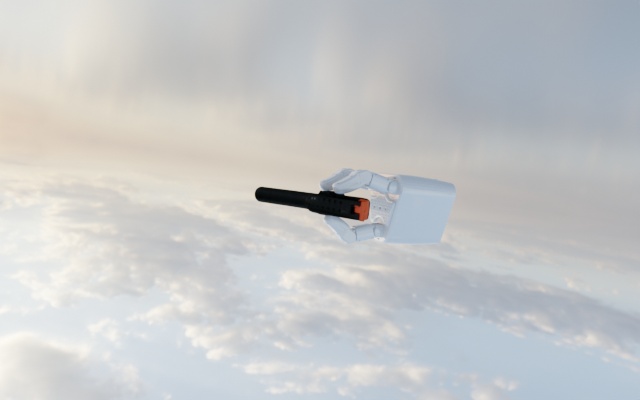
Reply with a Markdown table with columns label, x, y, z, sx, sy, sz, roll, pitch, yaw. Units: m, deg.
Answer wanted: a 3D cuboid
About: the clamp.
| label | x | y | z | sx | sy | sz | roll | pitch | yaw |
| --- | --- | --- | --- | --- | --- | --- | --- | --- | --- |
| clamp | 0.000 | 0.003 | 0.718 | 0.164 | 0.036 | 0.210 | 3 | 5 | -22 |
